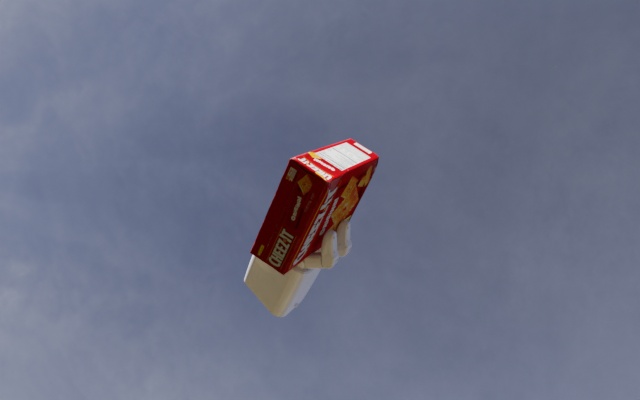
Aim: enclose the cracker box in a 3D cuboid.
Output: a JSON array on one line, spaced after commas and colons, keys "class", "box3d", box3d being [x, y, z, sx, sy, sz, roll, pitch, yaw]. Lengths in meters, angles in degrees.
[{"class": "cracker box", "box3d": [0.000, 0.002, 0.744, 0.072, 0.164, 0.213, 32, 26, 15]}]
